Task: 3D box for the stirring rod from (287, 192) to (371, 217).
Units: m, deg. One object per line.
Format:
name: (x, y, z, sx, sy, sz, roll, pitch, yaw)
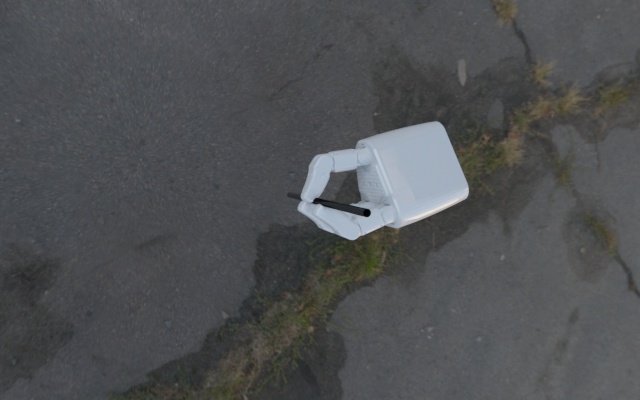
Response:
stirring rod: (0.000, 0.002, 0.543, 0.011, 0.011, 0.239, 0, 5, -21)
